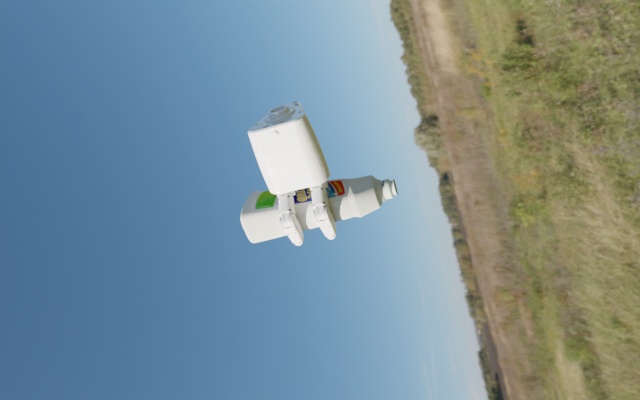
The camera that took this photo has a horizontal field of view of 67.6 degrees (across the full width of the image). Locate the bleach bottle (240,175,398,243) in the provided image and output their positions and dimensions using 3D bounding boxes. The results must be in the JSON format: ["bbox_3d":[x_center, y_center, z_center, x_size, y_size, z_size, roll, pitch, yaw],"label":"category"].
[{"bbox_3d":[0.000,0.003,0.781,0.251,0.068,0.102,-13,26,15],"label":"bleach bottle"}]
